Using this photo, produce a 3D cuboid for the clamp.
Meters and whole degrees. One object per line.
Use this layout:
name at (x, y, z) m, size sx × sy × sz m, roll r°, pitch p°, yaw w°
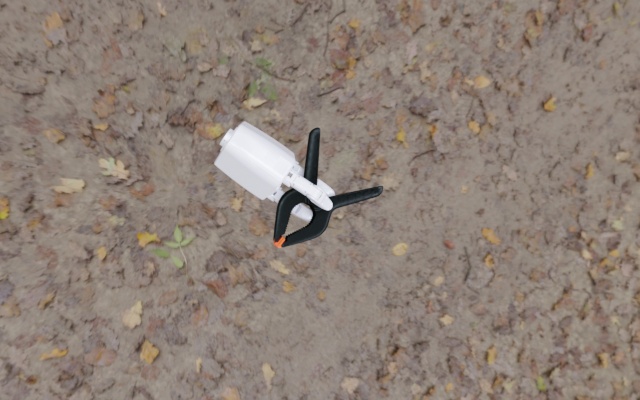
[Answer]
clamp at (0.000, 0.003, 0.820) m, size 0.164 × 0.210 × 0.036 m, roll 35°, pitch -9°, yaw -8°
